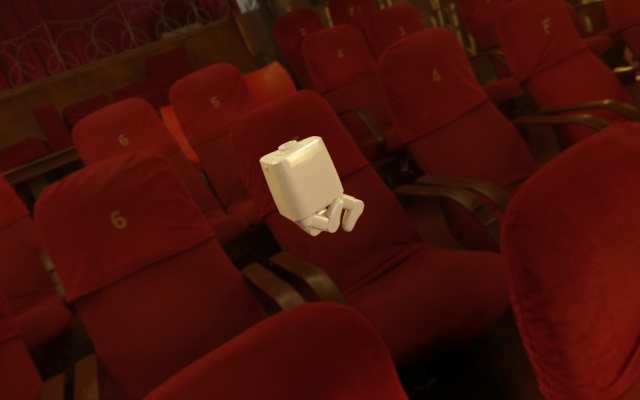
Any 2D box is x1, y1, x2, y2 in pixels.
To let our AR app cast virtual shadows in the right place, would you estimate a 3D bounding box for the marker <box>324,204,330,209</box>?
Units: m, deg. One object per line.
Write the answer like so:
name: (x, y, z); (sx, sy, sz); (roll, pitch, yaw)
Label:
marker: (0.000, 0.003, 0.898); (0.020, 0.020, 0.121); (0, 9, -25)
